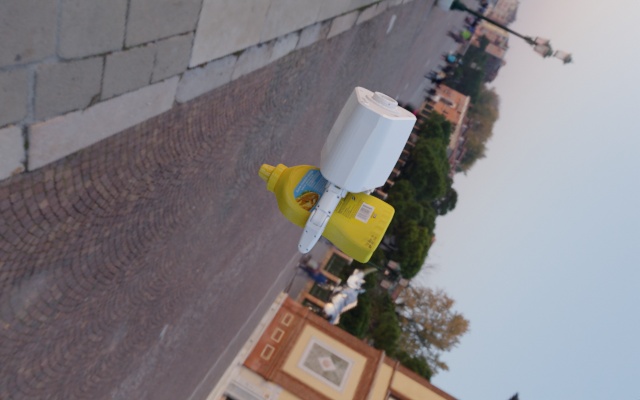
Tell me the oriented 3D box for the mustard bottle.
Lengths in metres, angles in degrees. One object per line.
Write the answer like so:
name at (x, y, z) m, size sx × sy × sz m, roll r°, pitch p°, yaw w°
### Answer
mustard bottle at (0.000, 0.003, 0.657) m, size 0.191 × 0.096 × 0.058 m, roll 29°, pitch -41°, yaw 6°
